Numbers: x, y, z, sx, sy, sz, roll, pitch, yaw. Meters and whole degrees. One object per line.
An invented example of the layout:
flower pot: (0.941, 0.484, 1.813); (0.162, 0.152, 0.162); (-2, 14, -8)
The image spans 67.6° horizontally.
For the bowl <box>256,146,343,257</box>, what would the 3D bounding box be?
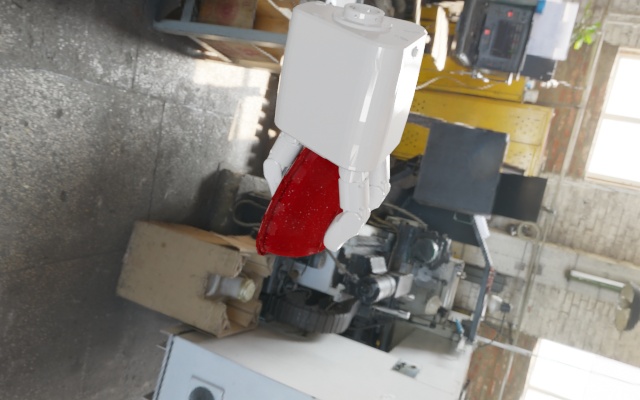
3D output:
bowl: (0.000, 0.003, 0.503); (0.055, 0.162, 0.162); (31, 6, 10)
